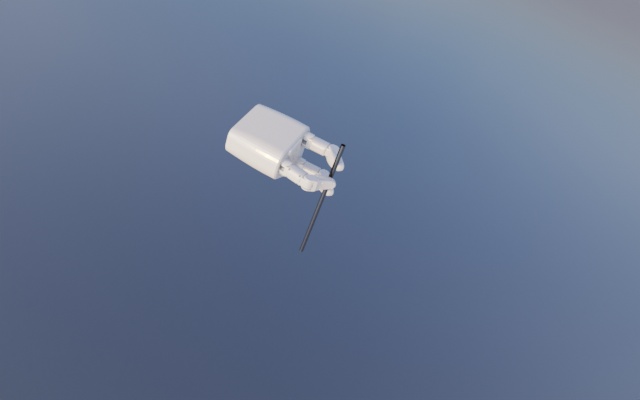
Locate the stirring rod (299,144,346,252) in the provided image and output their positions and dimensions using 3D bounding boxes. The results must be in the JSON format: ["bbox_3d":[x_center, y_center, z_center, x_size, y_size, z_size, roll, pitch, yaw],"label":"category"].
[{"bbox_3d":[0.000,0.003,0.842,0.011,0.240,0.011,15,35,-10],"label":"stirring rod"}]
